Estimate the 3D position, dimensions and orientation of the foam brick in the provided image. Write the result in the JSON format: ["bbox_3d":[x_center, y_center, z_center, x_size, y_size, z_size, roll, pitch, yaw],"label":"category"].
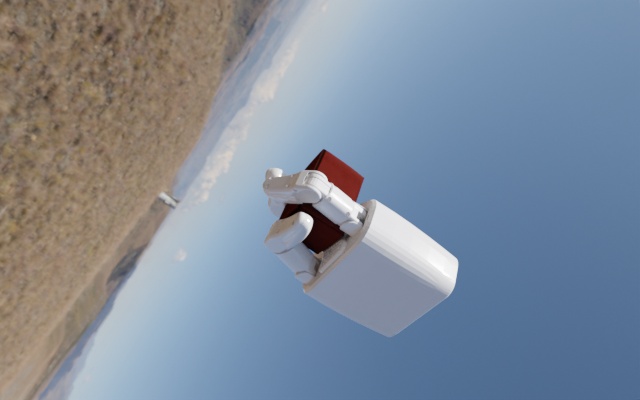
[{"bbox_3d":[0.000,0.001,0.466,0.051,0.078,0.053,32,-38,-12],"label":"foam brick"}]
